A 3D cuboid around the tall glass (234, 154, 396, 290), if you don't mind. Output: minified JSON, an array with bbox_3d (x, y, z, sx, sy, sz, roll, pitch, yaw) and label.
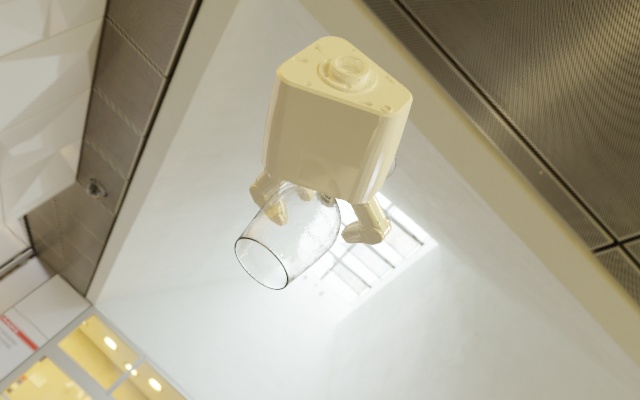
[{"bbox_3d":[0.000,0.001,0.491,0.079,0.079,0.201,0,35,42],"label":"tall glass"}]
